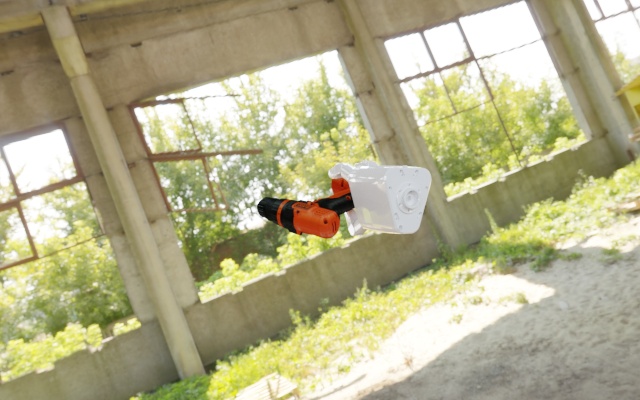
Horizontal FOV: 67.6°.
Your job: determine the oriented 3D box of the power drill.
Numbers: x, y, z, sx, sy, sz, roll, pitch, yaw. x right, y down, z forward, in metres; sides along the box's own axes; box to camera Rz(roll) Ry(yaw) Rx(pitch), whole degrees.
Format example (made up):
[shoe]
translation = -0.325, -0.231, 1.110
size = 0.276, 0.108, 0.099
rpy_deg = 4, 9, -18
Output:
[power drill]
translation = 0.001, 0.003, 0.877
size = 0.184, 0.057, 0.187
rpy_deg = 16, 34, 40
